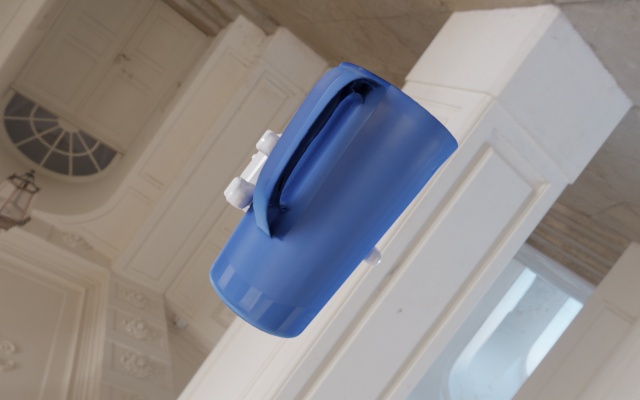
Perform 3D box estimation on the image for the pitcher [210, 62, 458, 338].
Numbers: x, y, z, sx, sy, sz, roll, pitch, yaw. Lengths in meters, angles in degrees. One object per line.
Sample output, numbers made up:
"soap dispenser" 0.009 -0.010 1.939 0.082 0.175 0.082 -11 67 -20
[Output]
"pitcher" 0.000 0.001 0.443 0.149 0.243 0.145 35 4 -16
